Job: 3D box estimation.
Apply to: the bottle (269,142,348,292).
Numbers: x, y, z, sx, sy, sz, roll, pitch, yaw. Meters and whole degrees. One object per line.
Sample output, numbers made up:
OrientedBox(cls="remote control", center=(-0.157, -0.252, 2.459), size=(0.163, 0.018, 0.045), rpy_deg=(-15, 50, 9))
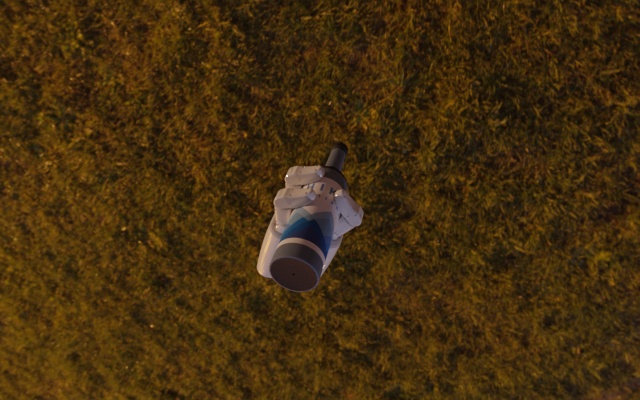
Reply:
OrientedBox(cls="bottle", center=(0.000, 0.002, 0.714), size=(0.069, 0.069, 0.295), rpy_deg=(0, 39, 17))
